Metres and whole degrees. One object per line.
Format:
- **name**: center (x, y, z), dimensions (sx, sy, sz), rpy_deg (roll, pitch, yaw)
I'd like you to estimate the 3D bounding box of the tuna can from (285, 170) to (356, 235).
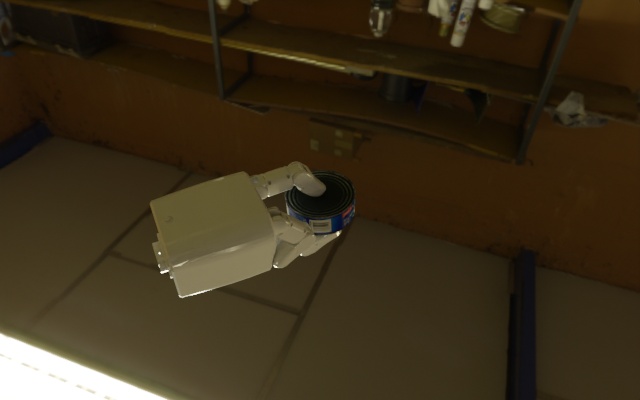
- **tuna can**: center (0.000, 0.002, 0.586), dimensions (0.086, 0.034, 0.086), rpy_deg (-2, 43, 2)
